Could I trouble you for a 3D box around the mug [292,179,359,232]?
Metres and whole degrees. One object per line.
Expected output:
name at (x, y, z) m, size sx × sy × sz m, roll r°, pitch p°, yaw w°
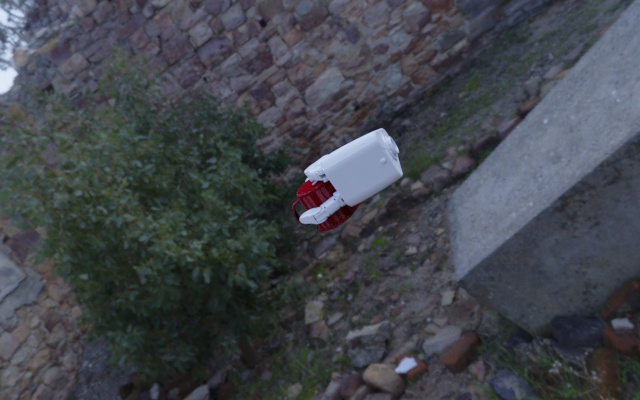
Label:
mug at (-0.001, 0.003, 0.882) m, size 0.117 × 0.081 × 0.093 m, roll -29°, pitch 19°, yaw 19°
